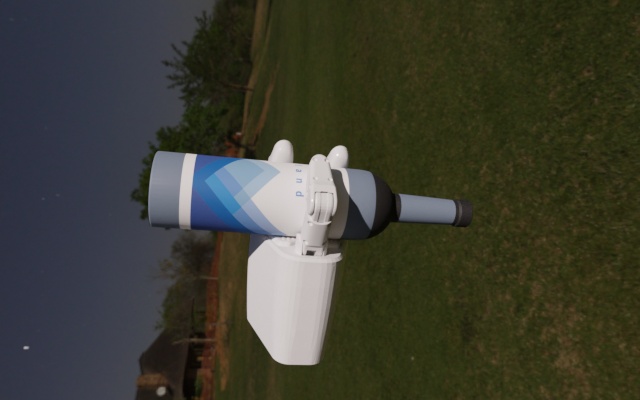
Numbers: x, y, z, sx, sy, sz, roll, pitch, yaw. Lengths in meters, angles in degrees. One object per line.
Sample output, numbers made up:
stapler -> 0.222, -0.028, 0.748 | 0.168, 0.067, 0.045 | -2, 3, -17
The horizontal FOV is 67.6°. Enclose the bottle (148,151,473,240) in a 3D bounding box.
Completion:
bottle -> 0.000, 0.001, 0.443 | 0.296, 0.069, 0.069 | 5, -1, -11
